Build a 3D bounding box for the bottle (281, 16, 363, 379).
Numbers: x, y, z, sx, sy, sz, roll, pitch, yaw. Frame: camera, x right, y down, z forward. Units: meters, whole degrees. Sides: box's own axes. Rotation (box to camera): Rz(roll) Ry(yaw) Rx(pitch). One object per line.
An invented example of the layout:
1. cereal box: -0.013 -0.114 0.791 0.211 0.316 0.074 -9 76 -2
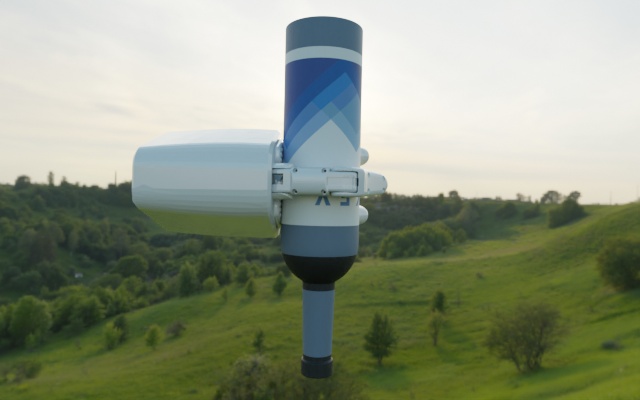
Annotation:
1. bottle: 0.000 0.001 0.409 0.069 0.295 0.069 1 0 0
